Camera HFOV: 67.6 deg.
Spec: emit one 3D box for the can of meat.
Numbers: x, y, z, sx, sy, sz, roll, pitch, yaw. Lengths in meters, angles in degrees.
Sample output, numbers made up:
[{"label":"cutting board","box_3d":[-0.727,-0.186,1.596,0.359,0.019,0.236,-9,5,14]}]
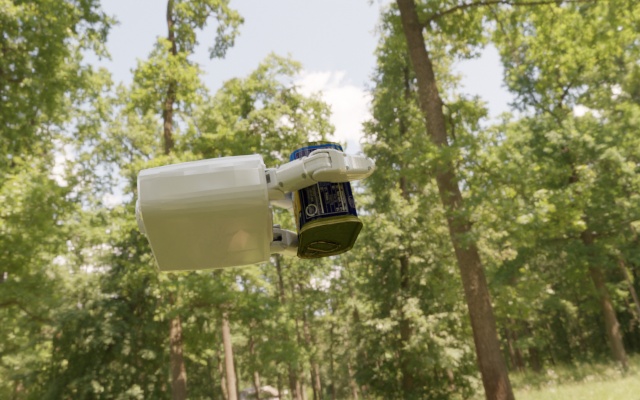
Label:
[{"label":"can of meat","box_3d":[0.000,0.001,0.464,0.057,0.084,0.102,-8,-22,-8]}]
